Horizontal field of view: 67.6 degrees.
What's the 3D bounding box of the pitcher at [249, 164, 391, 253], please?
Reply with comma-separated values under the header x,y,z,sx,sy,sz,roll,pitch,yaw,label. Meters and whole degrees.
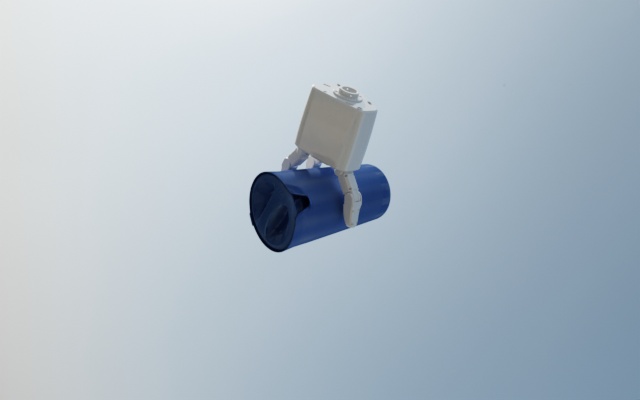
x,y,z,sx,sy,sz,roll,pitch,yaw,label
0.000,0.003,0.849,0.243,0.145,0.149,-11,39,-39,pitcher
